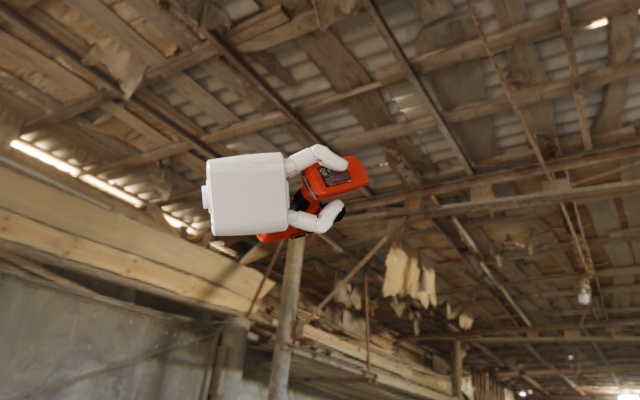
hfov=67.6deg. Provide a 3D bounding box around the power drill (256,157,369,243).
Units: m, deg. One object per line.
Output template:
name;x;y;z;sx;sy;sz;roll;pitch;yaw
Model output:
power drill;0.000;0.002;0.789;0.184;0.057;0.188;-16;-22;-36
